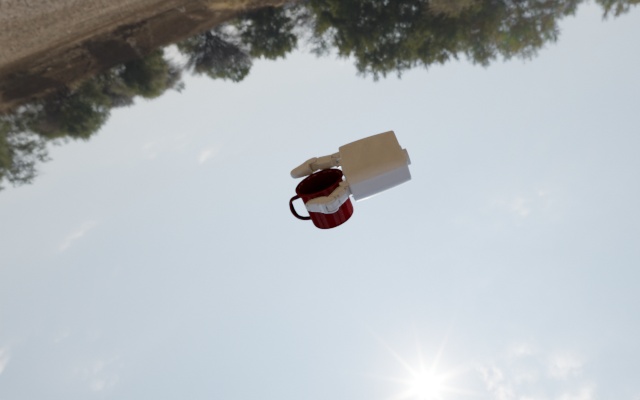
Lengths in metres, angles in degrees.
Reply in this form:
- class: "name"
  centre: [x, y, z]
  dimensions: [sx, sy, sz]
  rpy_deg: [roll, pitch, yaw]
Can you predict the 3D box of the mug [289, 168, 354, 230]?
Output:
- class: "mug"
  centre: [-0.001, 0.004, 0.873]
  dimensions: [0.117, 0.081, 0.093]
  rpy_deg: [-19, 26, 8]
